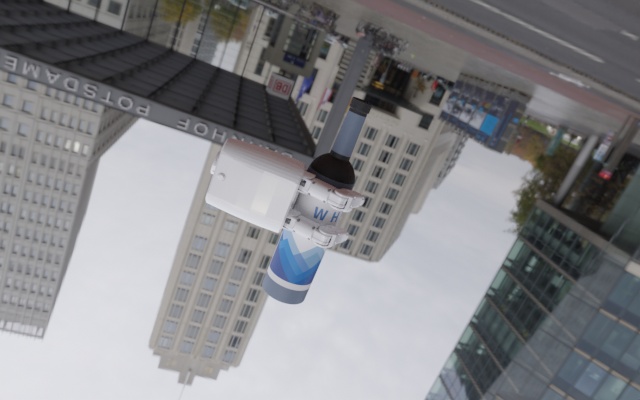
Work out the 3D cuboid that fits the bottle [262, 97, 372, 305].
[{"bbox_3d":[0.000,0.002,0.654,0.069,0.296,0.069,21,17,-7],"label":"bottle"}]
